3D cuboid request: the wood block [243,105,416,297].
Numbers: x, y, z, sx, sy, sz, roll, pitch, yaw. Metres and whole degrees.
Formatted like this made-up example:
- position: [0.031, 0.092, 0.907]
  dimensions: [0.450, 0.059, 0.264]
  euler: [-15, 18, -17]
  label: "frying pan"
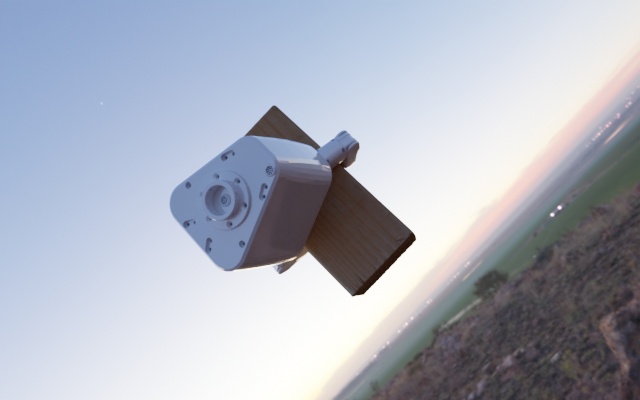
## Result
- position: [0.000, 0.001, 0.536]
  dimensions: [0.206, 0.091, 0.090]
  euler: [44, 2, 16]
  label: "wood block"
